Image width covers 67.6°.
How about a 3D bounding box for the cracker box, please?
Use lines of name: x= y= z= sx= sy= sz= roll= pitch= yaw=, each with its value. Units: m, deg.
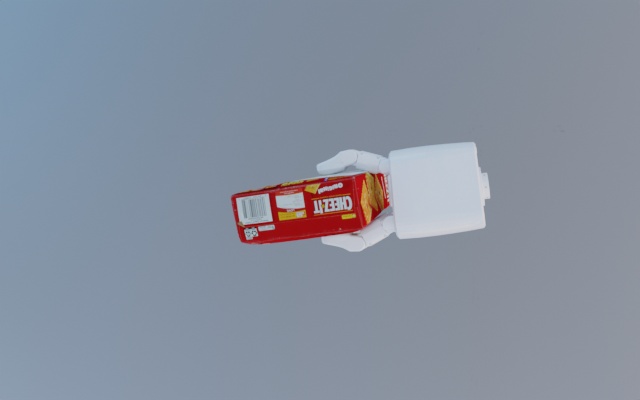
cracker box: x=0.000 y=0.002 z=0.668 sx=0.164 sy=0.072 sz=0.213 roll=-8 pitch=4 yaw=18
